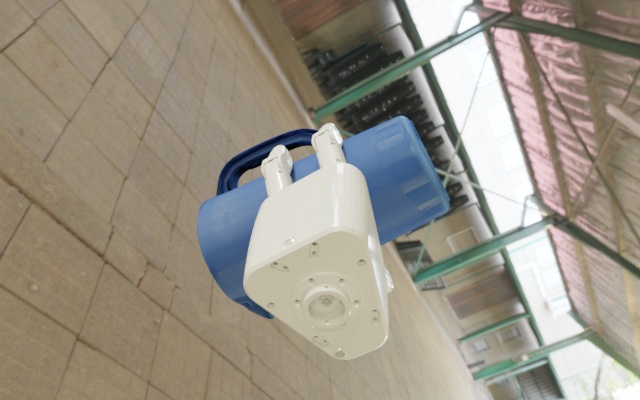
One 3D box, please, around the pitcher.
[{"bbox_3d":[0.000,0.002,0.507,0.243,0.149,0.145,-26,22,14],"label":"pitcher"}]
